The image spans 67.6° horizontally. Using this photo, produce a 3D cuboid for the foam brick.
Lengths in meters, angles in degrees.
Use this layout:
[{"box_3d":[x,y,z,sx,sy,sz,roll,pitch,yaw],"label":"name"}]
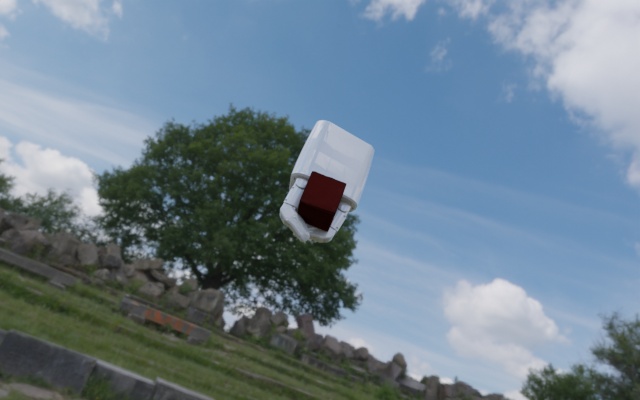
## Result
[{"box_3d":[0.000,0.002,0.682,0.053,0.051,0.078,22,-22,2],"label":"foam brick"}]
